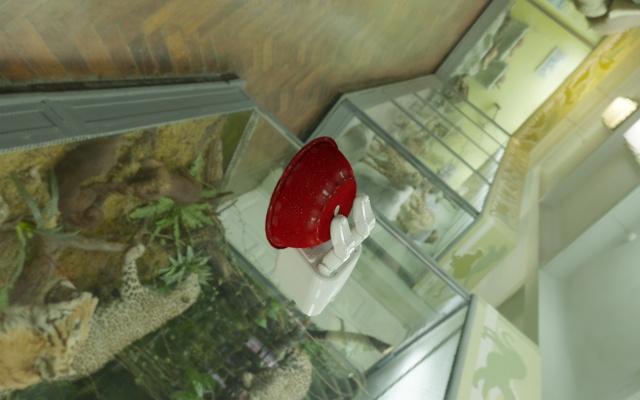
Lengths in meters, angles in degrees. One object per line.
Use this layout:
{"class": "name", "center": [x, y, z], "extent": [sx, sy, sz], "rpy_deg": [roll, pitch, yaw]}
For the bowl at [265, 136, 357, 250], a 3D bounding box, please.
{"class": "bowl", "center": [0.000, 0.001, 0.612], "extent": [0.055, 0.162, 0.162], "rpy_deg": [27, 11, 23]}
